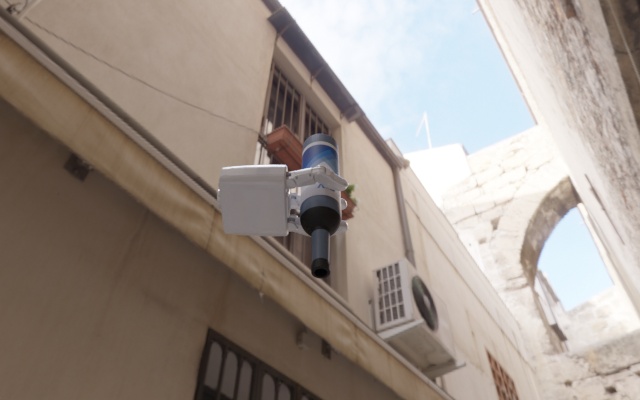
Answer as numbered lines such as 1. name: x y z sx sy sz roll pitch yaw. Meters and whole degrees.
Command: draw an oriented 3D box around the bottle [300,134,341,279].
1. bottle: 0.000 0.002 0.785 0.069 0.069 0.295 0 43 0
